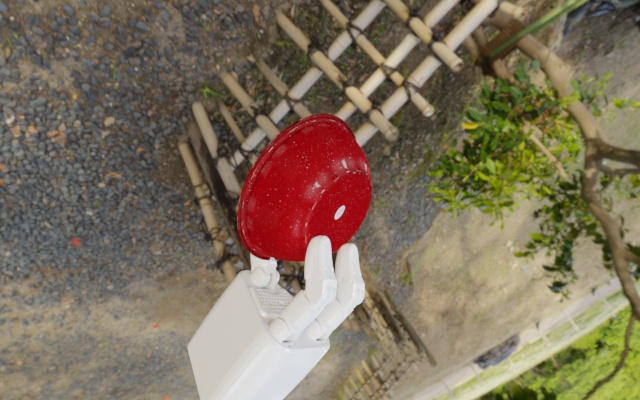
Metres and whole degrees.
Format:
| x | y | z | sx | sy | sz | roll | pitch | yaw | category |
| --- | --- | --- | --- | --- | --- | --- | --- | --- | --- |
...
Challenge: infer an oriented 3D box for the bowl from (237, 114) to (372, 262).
| x | y | z | sx | sy | sz | roll | pitch | yaw | category |
| --- | --- | --- | --- | --- | --- | --- | --- | --- | --- |
| 0.001 | 0.001 | 0.463 | 0.055 | 0.162 | 0.162 | 32 | 19 | 34 | bowl |
